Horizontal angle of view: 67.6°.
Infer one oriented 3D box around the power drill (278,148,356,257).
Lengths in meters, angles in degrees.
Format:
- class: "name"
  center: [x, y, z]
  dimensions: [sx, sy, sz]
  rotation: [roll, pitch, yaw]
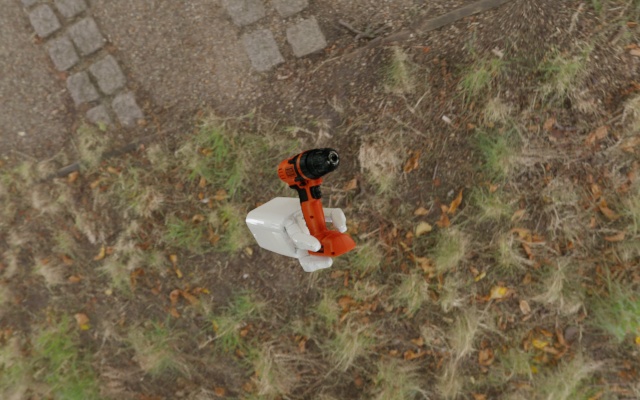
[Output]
- class: "power drill"
  center: [0.000, 0.003, 0.838]
  dimensions: [0.057, 0.187, 0.184]
  rotation: [-20, 6, -26]
